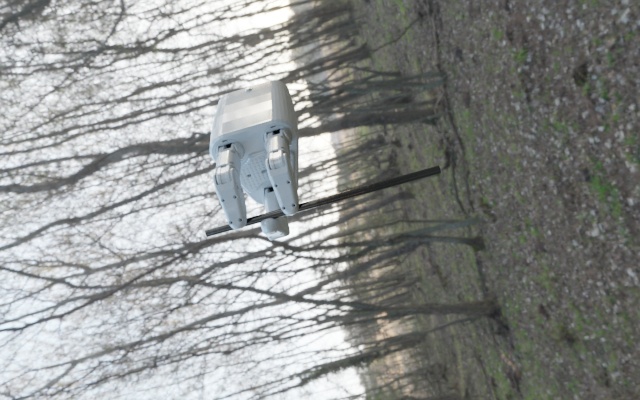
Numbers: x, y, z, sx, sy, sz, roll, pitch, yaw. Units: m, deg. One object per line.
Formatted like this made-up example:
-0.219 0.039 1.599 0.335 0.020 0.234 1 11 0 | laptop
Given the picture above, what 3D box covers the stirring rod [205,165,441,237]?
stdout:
0.000 0.001 0.474 0.239 0.011 0.011 -15 -1 5 | stirring rod
